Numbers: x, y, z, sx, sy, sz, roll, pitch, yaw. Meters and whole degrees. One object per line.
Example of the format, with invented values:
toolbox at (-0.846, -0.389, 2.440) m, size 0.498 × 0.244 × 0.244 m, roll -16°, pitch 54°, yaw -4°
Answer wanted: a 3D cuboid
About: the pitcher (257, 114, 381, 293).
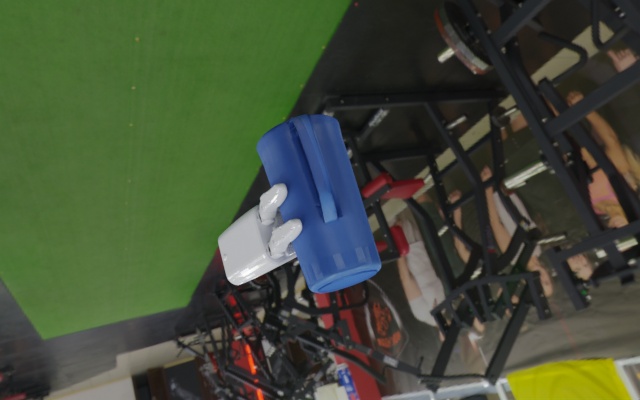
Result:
pitcher at (0.000, 0.002, 0.694) m, size 0.145 × 0.242 × 0.149 m, roll -32°, pitch -22°, yaw 35°
